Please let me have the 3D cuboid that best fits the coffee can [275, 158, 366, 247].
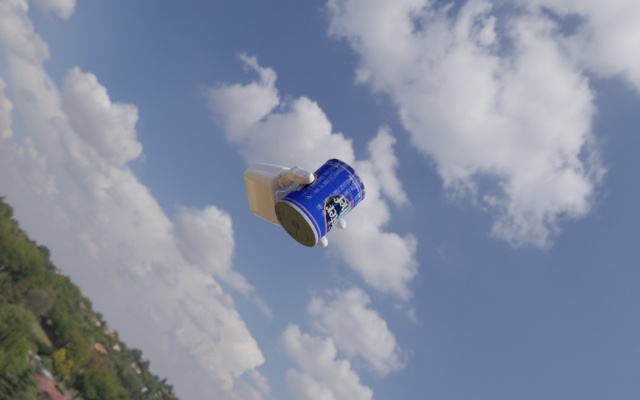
[{"bbox_3d":[0.000,0.003,0.883,0.140,0.103,0.103,-41,22,-27],"label":"coffee can"}]
